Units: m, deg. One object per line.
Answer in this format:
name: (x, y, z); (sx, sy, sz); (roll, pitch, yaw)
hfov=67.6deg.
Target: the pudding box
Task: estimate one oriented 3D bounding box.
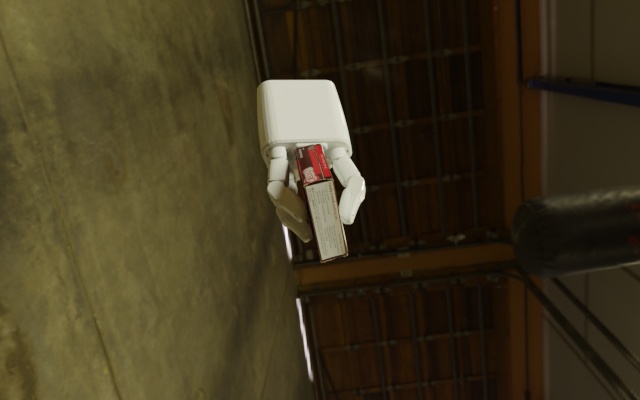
pudding box: (0.000, 0.002, 0.568); (0.039, 0.114, 0.090); (-14, 33, 0)
